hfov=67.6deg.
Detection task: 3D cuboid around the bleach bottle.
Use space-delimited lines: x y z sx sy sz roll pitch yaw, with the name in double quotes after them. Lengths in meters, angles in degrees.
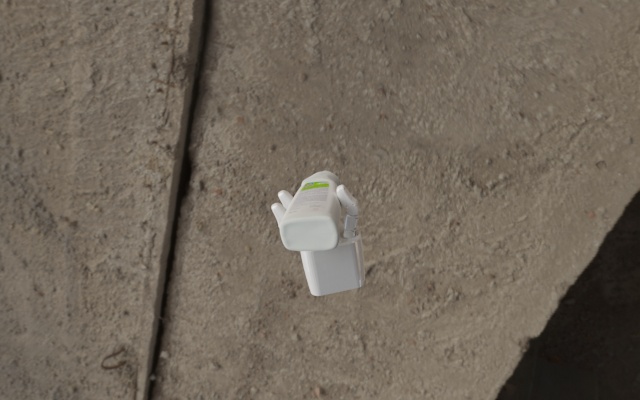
0.000 0.003 0.889 0.102 0.068 0.250 -4 25 13 "bleach bottle"
